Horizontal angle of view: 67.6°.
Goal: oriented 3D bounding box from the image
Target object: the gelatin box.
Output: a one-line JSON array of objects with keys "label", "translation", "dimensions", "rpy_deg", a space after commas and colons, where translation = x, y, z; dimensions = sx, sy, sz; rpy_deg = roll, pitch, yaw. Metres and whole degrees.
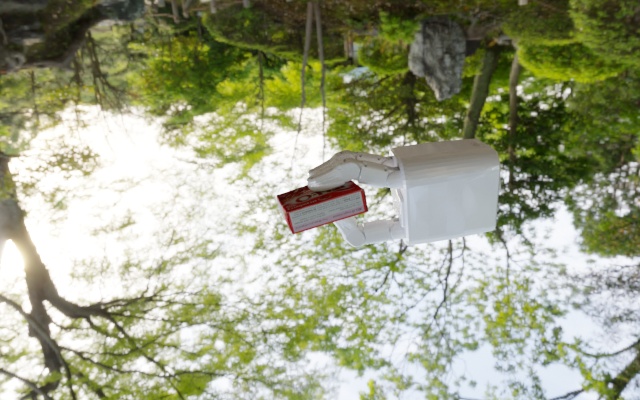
[{"label": "gelatin box", "translation": [0.000, 0.002, 0.537], "dimensions": [0.089, 0.030, 0.073], "rpy_deg": [-17, 19, -9]}]
